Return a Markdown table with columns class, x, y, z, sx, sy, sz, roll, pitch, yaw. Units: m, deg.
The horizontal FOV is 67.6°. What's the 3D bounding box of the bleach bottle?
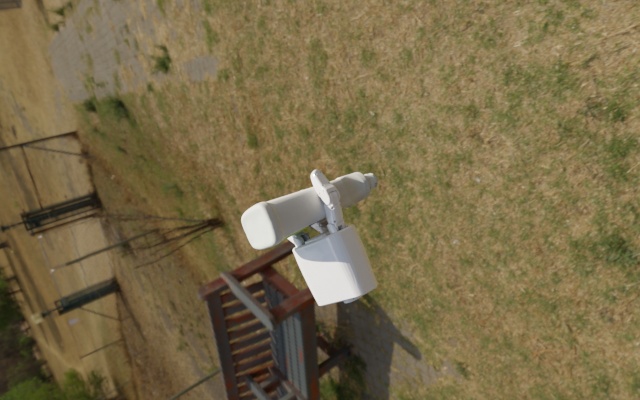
| class | x | y | z | sx | sy | sz | roll | pitch | yaw |
| --- | --- | --- | --- | --- | --- | --- | --- | --- | --- |
| bleach bottle | 0.000 | 0.003 | 0.787 | 0.251 | 0.068 | 0.102 | -23 | -1 | -32 |
